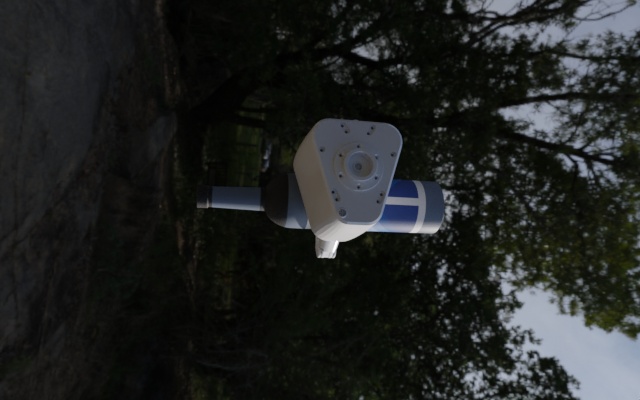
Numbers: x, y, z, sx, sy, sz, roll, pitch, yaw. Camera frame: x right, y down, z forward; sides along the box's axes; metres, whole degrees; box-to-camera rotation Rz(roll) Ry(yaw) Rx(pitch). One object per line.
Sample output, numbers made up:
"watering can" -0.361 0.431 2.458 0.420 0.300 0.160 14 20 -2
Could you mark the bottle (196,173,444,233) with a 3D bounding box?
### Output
"bottle" 0.000 0.002 0.586 0.296 0.069 0.069 3 -1 -10
